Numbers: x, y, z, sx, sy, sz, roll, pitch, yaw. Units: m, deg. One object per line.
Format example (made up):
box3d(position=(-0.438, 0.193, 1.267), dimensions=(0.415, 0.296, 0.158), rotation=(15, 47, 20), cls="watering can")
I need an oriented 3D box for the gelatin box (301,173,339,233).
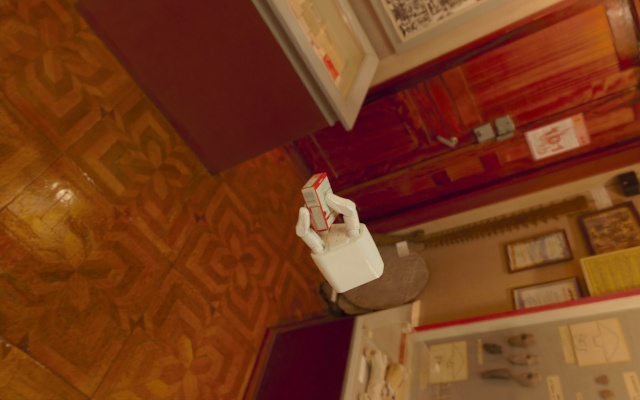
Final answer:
box3d(position=(0.000, 0.002, 0.882), dimensions=(0.030, 0.089, 0.073), rotation=(-11, 20, 23), cls="gelatin box")
